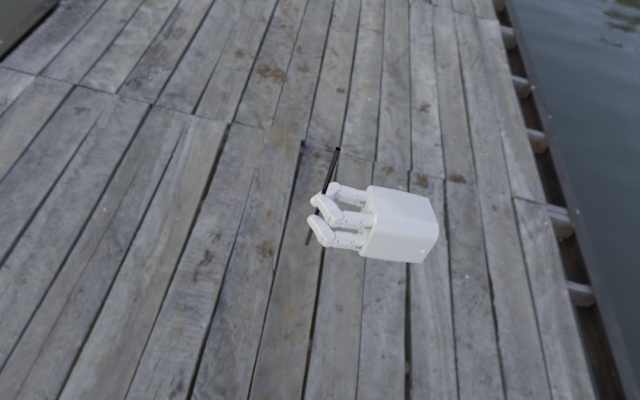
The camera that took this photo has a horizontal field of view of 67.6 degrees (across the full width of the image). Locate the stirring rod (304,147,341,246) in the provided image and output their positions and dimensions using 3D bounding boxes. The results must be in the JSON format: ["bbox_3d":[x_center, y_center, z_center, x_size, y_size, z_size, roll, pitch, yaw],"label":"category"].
[{"bbox_3d":[0.000,0.003,0.761,0.011,0.011,0.240,0,-39,-15],"label":"stirring rod"}]
